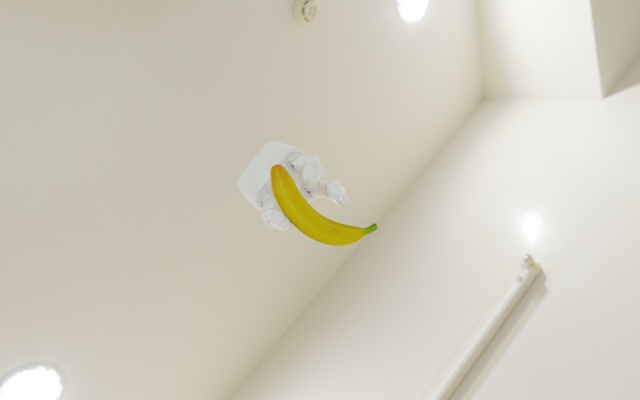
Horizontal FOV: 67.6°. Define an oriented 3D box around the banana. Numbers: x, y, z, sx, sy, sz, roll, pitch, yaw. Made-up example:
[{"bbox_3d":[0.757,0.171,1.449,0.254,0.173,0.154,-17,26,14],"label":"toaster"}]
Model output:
[{"bbox_3d":[-0.007,0.020,0.695,0.198,0.069,0.037,31,3,-30],"label":"banana"}]
